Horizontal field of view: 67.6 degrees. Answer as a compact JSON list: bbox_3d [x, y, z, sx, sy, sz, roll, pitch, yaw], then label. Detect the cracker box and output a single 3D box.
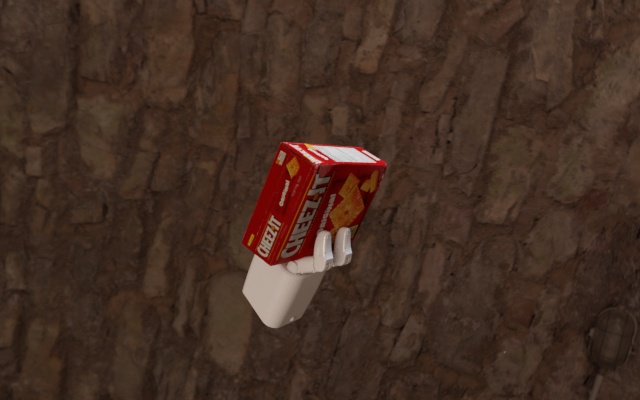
[{"bbox_3d":[0.000,0.002,0.728,0.072,0.164,0.213,34,21,28],"label":"cracker box"}]
